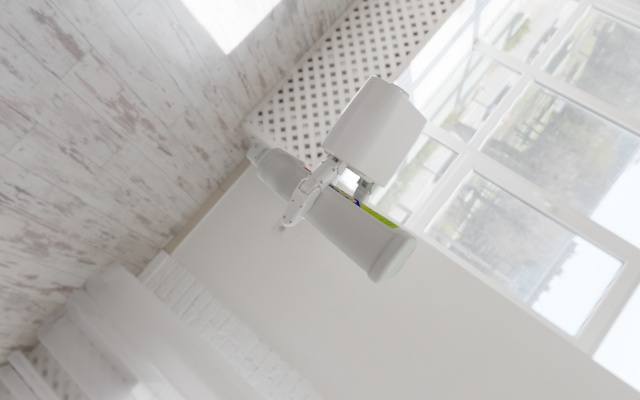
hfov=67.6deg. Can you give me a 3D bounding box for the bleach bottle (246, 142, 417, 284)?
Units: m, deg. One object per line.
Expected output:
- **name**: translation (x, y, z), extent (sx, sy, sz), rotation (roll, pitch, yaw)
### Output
- **bleach bottle**: translation (0.000, 0.002, 0.605), extent (0.250, 0.068, 0.102), rotation (37, 8, 19)
